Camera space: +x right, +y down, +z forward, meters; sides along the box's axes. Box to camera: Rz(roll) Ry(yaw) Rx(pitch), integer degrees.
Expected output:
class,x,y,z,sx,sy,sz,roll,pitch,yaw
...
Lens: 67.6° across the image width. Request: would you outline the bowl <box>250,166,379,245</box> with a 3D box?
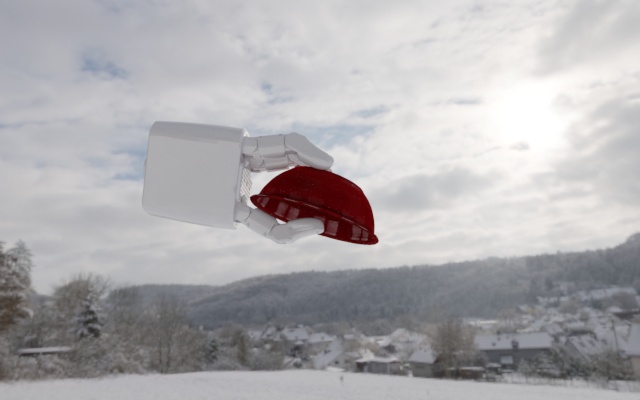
class,x,y,z,sx,sy,sz,roll,pitch,yaw
bowl,0.001,0.002,0.574,0.162,0.055,0.162,18,-13,4
